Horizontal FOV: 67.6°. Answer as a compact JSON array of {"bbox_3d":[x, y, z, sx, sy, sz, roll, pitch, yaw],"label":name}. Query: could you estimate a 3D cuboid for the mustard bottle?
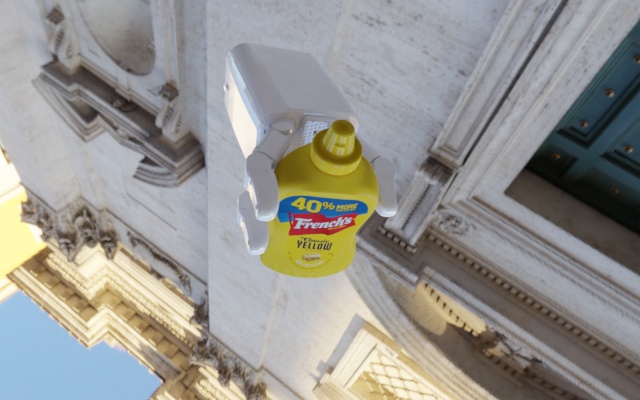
[{"bbox_3d":[0.000,0.002,0.431,0.096,0.058,0.192,6,-38,-9],"label":"mustard bottle"}]
